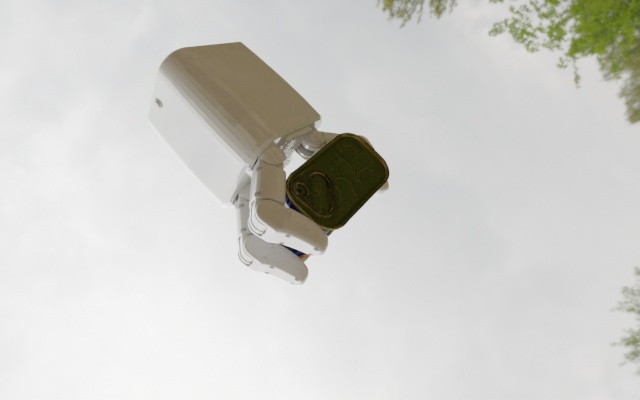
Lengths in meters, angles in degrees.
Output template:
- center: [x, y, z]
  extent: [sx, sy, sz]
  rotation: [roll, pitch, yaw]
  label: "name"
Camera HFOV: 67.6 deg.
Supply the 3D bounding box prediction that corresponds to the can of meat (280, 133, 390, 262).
- center: [0.000, 0.002, 0.415]
  extent: [0.102, 0.057, 0.084]
  rotation: [-43, -4, -39]
  label: "can of meat"
